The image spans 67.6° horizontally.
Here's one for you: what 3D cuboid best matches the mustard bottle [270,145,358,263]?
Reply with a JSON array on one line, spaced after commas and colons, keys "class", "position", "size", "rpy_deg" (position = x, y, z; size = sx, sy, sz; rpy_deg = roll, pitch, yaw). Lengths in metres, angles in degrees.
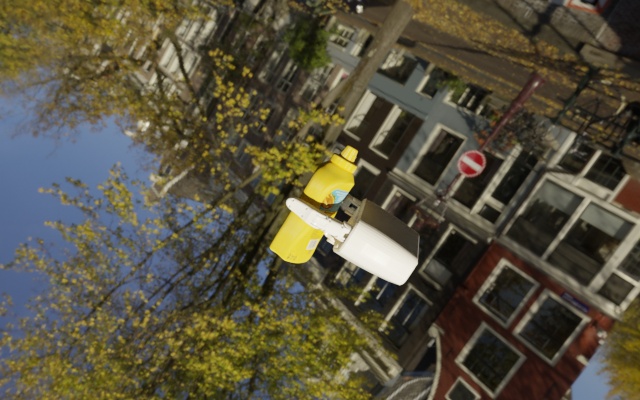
[{"class": "mustard bottle", "position": [0.000, 0.002, 0.727], "size": [0.058, 0.191, 0.096], "rpy_deg": [36, 11, 21]}]
